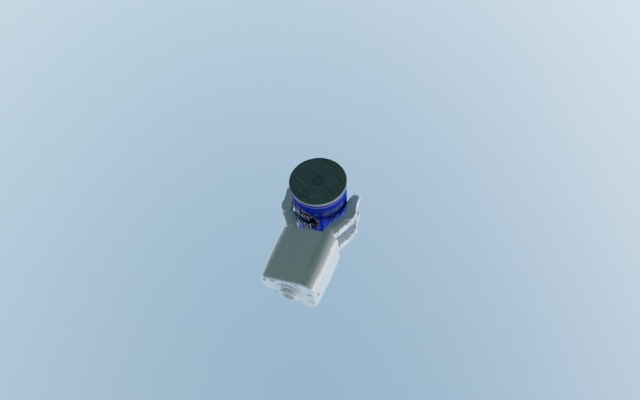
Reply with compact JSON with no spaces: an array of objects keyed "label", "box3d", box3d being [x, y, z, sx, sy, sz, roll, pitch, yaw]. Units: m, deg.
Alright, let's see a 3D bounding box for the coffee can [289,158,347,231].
[{"label":"coffee can","box3d":[0.000,0.003,0.893,0.103,0.102,0.140,0,-33,5]}]
